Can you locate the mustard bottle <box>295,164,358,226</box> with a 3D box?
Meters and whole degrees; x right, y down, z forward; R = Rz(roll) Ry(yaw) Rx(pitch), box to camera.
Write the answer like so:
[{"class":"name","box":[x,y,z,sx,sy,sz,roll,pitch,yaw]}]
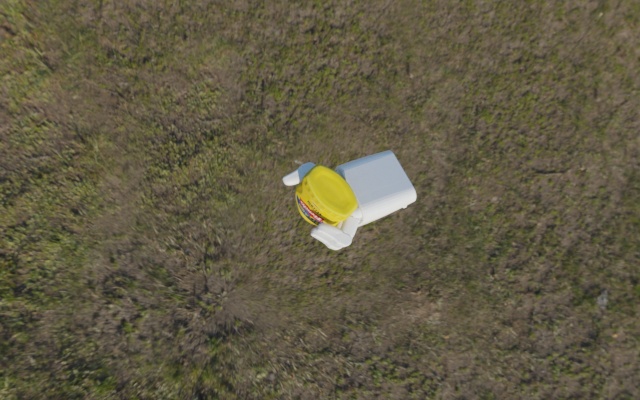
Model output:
[{"class":"mustard bottle","box":[0.000,0.003,0.832,0.058,0.096,0.192,-45,0,-16]}]
